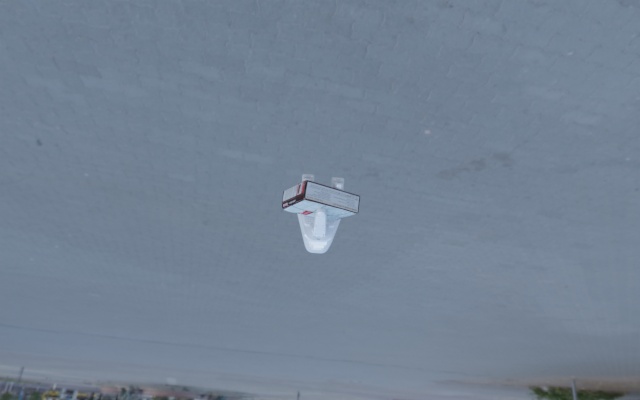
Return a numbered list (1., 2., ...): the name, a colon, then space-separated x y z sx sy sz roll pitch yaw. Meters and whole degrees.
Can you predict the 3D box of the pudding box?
1. pudding box: 0.000 0.003 0.850 0.113 0.039 0.090 14 -19 -28
